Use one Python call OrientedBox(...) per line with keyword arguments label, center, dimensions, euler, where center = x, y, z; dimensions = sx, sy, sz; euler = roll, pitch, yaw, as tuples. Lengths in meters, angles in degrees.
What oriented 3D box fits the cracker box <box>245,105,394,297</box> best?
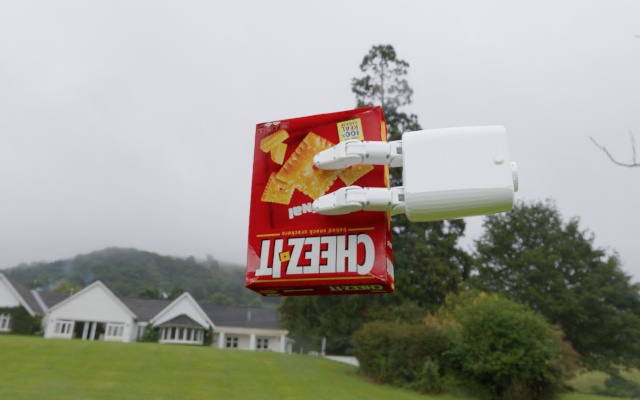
OrientedBox(label="cracker box", center=(0.000, 0.002, 0.574), dimensions=(0.164, 0.213, 0.072), euler=(-5, -21, 15))
